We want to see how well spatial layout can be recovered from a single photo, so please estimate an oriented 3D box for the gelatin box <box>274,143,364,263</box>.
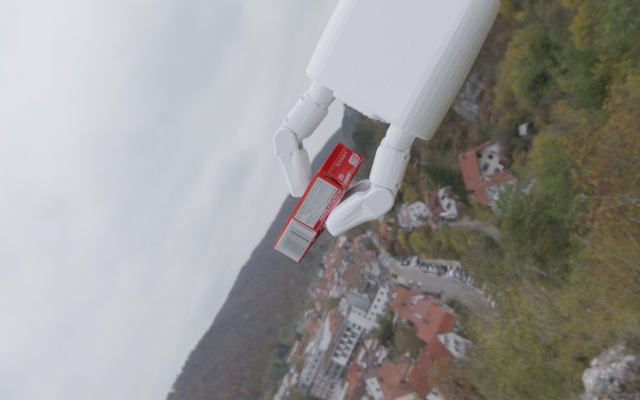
[{"bbox_3d":[0.000,0.001,0.421,0.030,0.089,0.073,32,29,1],"label":"gelatin box"}]
